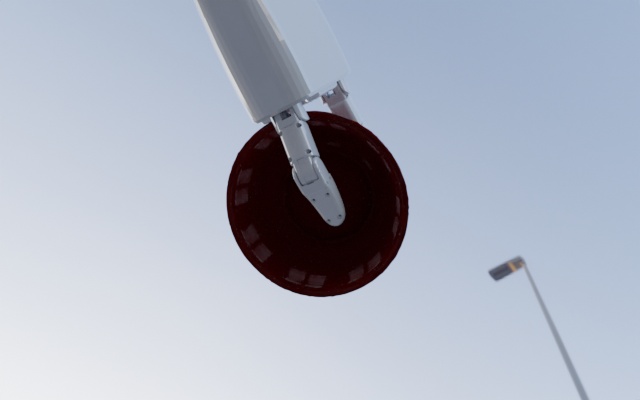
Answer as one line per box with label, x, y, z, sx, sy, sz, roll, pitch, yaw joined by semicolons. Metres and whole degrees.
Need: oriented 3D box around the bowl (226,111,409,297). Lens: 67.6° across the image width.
bowl;0.000;0.003;0.430;0.162;0.162;0.055;0;11;15
